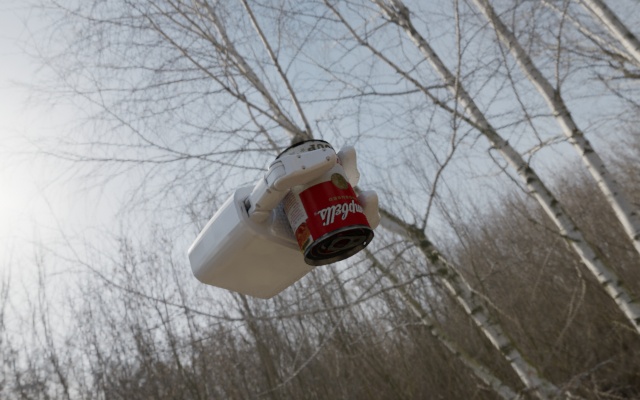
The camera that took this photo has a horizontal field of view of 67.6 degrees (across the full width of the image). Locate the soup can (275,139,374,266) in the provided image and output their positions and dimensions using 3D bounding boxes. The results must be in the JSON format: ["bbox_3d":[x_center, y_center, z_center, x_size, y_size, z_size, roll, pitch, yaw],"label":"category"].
[{"bbox_3d":[0.000,0.001,0.452,0.068,0.102,0.068,-18,-28,-10],"label":"soup can"}]
